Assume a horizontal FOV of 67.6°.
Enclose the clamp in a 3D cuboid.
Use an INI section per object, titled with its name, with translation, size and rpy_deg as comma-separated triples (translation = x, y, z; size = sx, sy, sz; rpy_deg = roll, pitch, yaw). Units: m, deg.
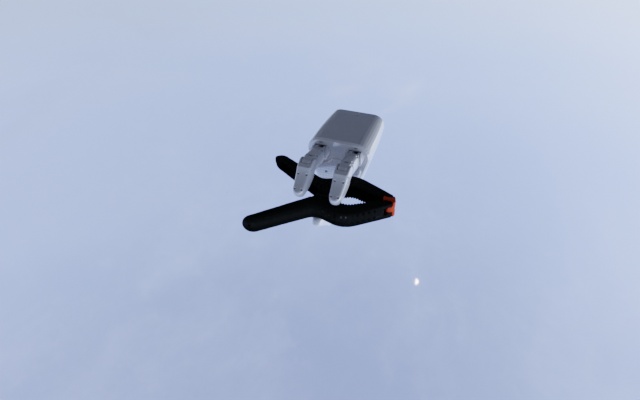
[clamp]
translation = 0.001, 0.003, 0.690
size = 0.210, 0.036, 0.164
rpy_deg = 12, 44, 17
